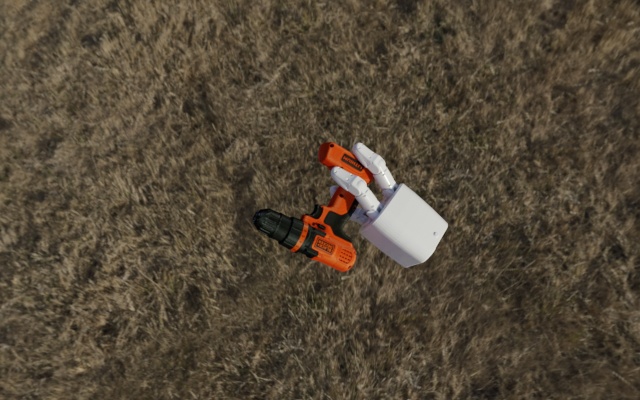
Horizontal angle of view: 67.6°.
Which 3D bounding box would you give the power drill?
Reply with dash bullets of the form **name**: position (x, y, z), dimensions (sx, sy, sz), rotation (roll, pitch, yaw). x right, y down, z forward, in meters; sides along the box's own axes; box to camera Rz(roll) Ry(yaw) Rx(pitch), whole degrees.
- **power drill**: position (0.001, 0.002, 0.787), dimensions (0.184, 0.187, 0.057), rotation (28, -12, -21)
